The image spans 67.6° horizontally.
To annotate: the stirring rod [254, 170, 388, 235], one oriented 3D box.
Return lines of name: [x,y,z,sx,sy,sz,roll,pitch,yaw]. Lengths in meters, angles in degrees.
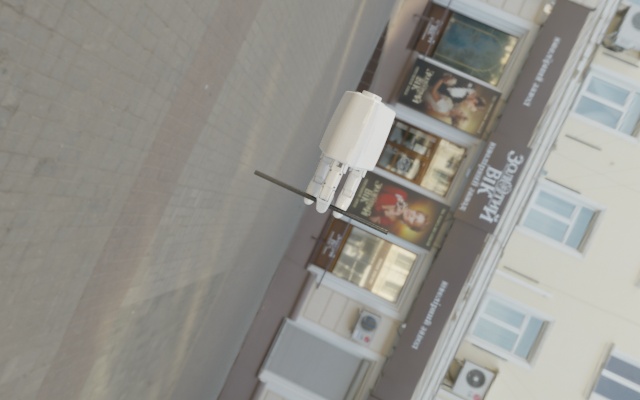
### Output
stirring rod: [0.000,0.002,0.785,0.239,0.011,0.011,25,2,5]
